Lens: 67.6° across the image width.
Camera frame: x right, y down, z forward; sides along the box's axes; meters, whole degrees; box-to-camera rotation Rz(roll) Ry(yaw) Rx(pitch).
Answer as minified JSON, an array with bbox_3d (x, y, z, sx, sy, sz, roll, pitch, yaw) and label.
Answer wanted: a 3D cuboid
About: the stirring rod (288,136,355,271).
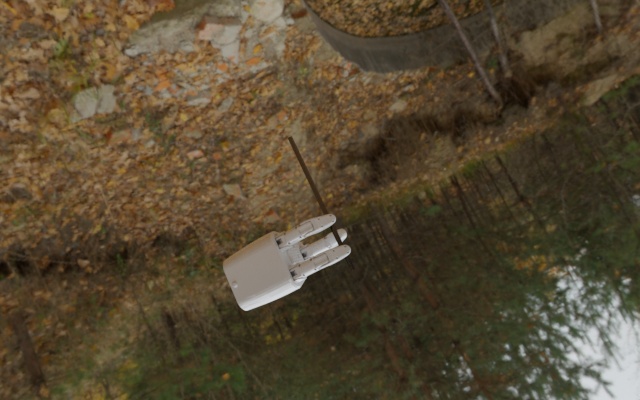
[{"bbox_3d":[0.000,0.002,0.772,0.011,0.239,0.011,-25,-10,-5],"label":"stirring rod"}]
